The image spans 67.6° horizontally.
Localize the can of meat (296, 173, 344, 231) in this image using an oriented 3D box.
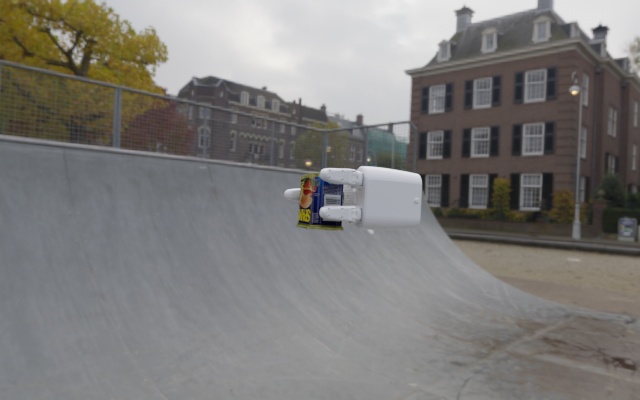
[{"bbox_3d":[0.000,0.002,0.745,0.057,0.084,0.102,4,-1,-16],"label":"can of meat"}]
